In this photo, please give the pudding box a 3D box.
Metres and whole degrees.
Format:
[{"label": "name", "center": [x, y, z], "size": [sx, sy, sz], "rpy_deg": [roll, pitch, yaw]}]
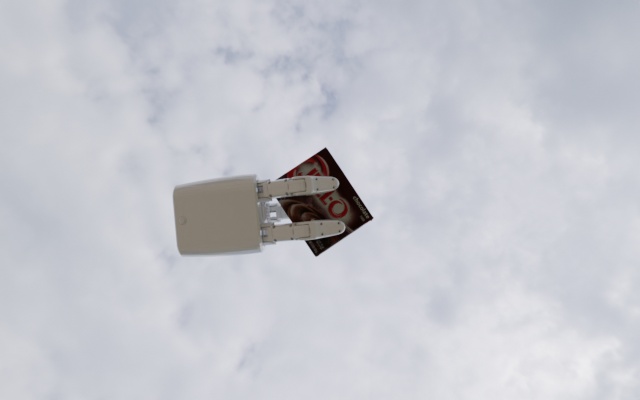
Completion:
[{"label": "pudding box", "center": [0.000, 0.002, 0.617], "size": [0.090, 0.113, 0.039], "rpy_deg": [-34, -2, -2]}]
